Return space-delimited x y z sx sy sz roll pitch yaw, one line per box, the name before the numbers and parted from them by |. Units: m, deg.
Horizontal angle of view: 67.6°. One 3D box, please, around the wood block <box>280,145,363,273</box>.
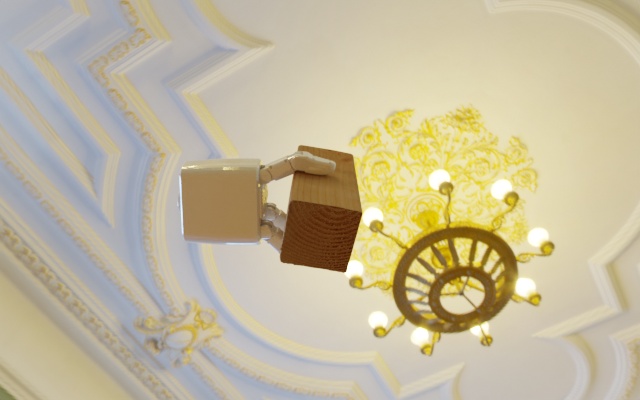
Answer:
wood block | 0.000 0.002 0.673 0.090 0.091 0.206 10 25 -4
